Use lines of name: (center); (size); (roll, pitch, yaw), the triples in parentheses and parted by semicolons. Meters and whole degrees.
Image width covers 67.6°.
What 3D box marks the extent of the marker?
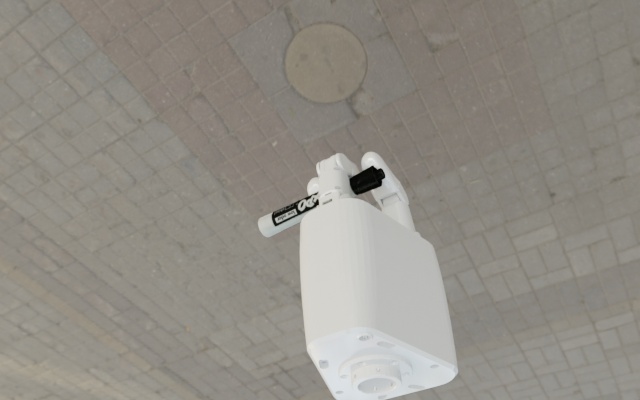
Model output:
marker: (0.000, 0.001, 0.409); (0.121, 0.020, 0.020); (-25, -10, 21)
